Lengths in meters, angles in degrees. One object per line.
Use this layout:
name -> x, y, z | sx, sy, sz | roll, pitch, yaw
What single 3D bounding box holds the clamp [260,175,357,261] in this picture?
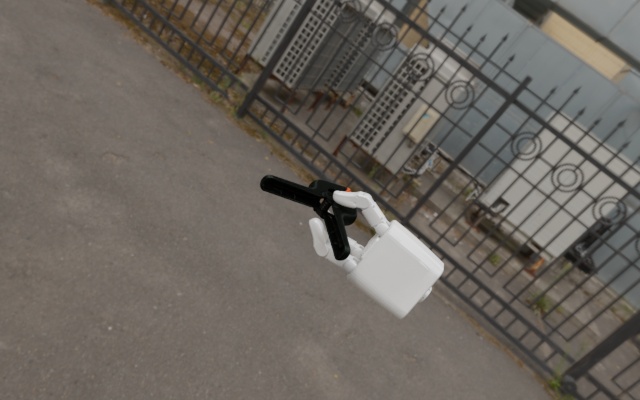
clamp -> 0.001, 0.002, 0.750 | 0.164, 0.036, 0.210 | 41, 21, 2
